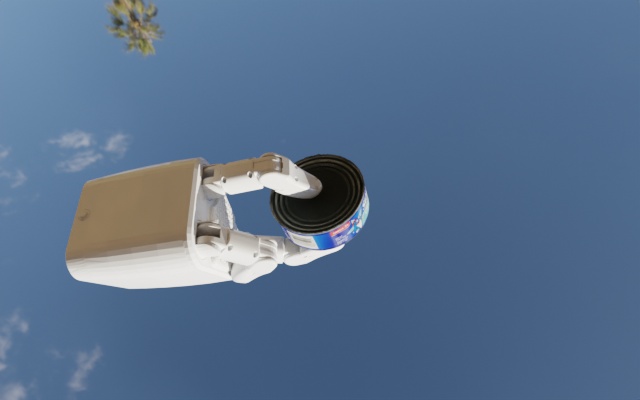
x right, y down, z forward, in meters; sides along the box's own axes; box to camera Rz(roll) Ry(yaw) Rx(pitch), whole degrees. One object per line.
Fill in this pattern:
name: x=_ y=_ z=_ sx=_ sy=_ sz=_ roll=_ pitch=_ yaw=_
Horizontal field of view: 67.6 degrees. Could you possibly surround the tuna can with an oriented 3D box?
tuna can: x=0.000 y=0.002 z=0.429 sx=0.086 sy=0.086 sz=0.034 roll=0 pitch=-34 yaw=17
